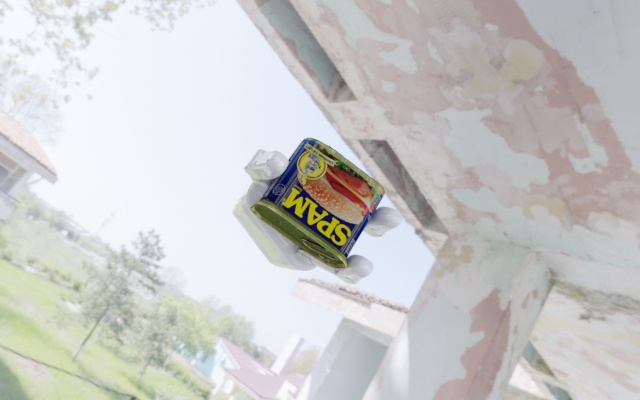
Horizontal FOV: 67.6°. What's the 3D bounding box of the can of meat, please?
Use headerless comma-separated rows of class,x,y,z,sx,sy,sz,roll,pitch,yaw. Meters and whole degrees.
can of meat,0.000,0.001,0.455,0.102,0.084,0.057,37,-19,-10
